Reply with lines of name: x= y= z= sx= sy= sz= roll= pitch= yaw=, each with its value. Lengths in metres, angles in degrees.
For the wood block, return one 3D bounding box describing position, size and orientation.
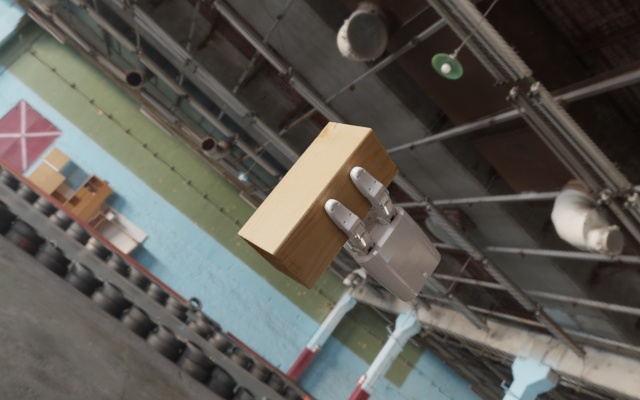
wood block: x=0.000 y=0.002 z=0.648 sx=0.091 sy=0.206 sz=0.090 roll=20 pitch=-24 yaw=50
